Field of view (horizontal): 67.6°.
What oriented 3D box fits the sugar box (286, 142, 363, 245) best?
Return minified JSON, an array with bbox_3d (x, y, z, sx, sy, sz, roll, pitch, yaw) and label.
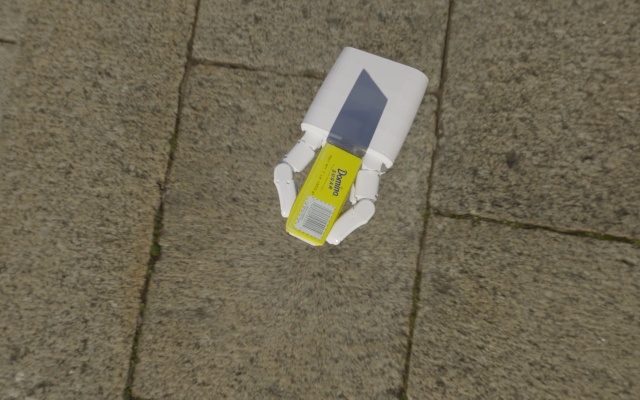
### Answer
[{"bbox_3d":[0.001,0.002,0.529,0.048,0.093,0.176,26,-5,3],"label":"sugar box"}]
